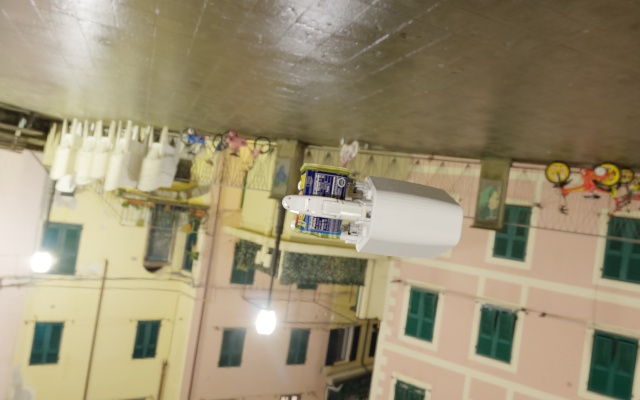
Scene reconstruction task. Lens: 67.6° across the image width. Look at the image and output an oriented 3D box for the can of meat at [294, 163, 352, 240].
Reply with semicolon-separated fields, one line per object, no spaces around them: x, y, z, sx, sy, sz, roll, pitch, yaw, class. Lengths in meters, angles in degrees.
0.000;0.002;0.592;0.057;0.084;0.102;8;-1;-6;can of meat
